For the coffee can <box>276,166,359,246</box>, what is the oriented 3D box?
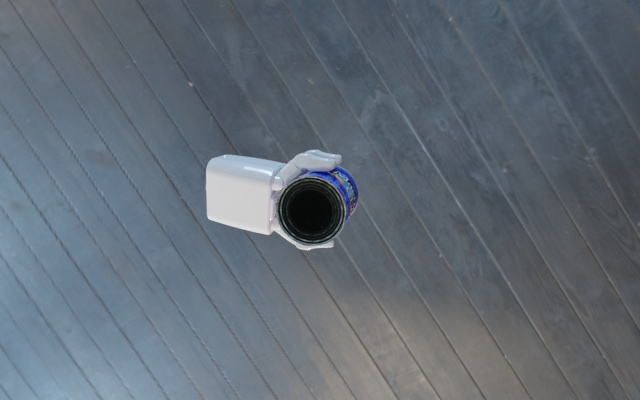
[{"bbox_3d":[0.000,0.002,0.738,0.103,0.103,0.140,0,11,12],"label":"coffee can"}]
